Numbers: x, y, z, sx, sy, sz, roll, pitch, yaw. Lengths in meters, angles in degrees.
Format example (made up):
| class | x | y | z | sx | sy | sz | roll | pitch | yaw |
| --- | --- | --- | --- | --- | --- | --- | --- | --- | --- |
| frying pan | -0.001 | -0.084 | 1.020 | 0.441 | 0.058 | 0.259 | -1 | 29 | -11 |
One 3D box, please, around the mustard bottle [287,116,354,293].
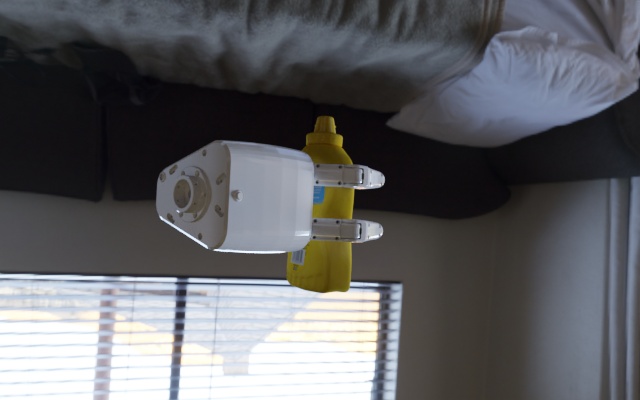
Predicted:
| class | x | y | z | sx | sy | sz | roll | pitch | yaw |
| --- | --- | --- | --- | --- | --- | --- | --- | --- | --- |
| mustard bottle | 0.000 | 0.002 | 0.535 | 0.058 | 0.191 | 0.096 | 3 | -1 | -27 |
